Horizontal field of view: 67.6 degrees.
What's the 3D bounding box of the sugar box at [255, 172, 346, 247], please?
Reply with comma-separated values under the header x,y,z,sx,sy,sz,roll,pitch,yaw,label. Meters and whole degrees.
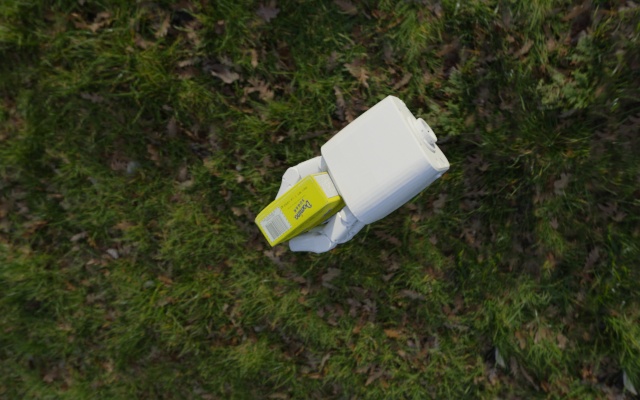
x,y,z,sx,sy,sz,roll,pitch,yaw,label
0.000,0.002,0.610,0.093,0.048,0.176,-37,-10,24,sugar box
